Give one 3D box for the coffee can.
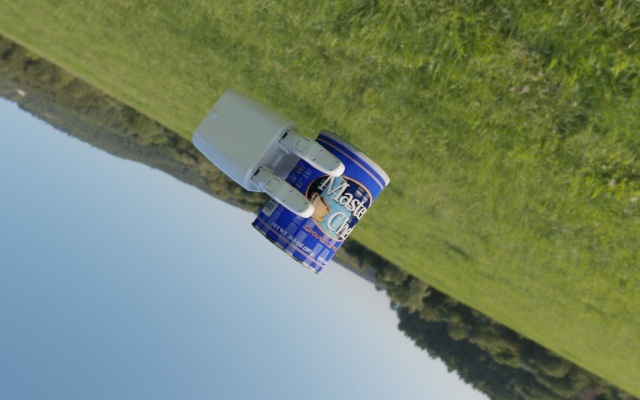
[{"bbox_3d":[0.000,0.002,0.571,0.103,0.140,0.103,37,-3,2],"label":"coffee can"}]
